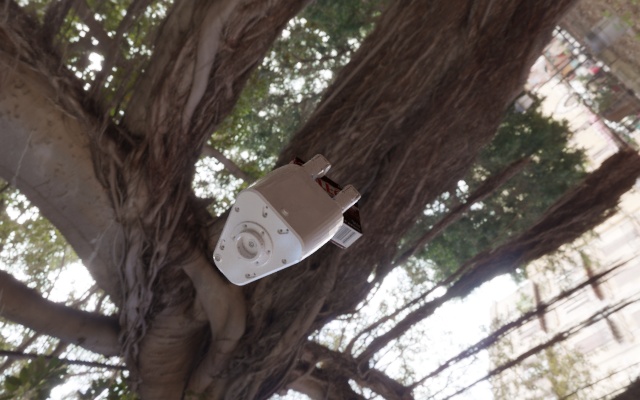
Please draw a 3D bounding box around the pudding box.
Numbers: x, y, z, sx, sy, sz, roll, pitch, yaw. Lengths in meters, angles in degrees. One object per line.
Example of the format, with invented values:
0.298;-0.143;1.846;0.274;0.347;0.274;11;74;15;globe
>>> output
0.000;0.002;0.634;0.113;0.039;0.090;35;27;-22;pudding box
